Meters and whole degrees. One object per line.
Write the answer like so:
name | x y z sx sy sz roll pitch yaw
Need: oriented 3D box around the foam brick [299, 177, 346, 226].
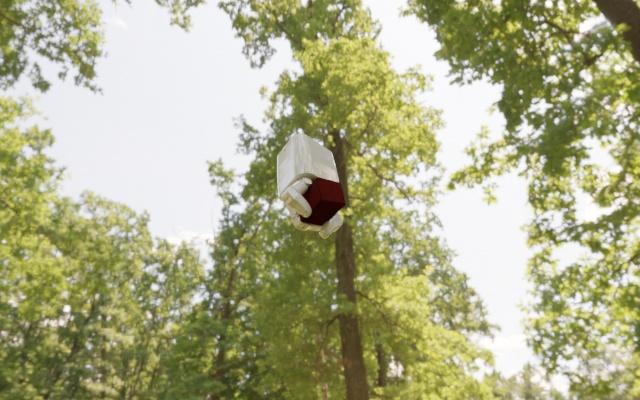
foam brick | 0.000 0.003 0.867 0.053 0.051 0.078 14 -40 -30
